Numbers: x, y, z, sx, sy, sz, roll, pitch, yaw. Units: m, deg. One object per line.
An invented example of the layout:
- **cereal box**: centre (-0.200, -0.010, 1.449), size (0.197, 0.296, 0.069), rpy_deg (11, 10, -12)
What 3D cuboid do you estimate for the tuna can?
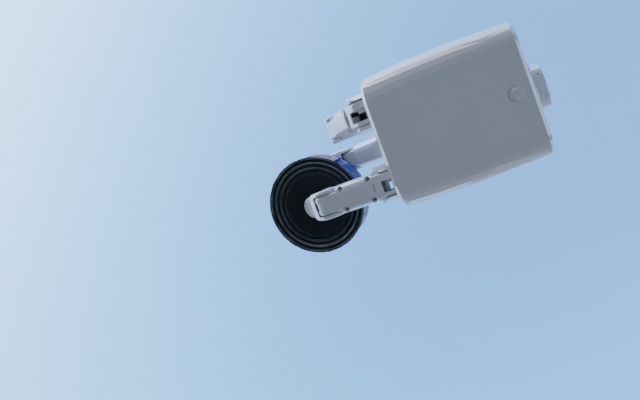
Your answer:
- **tuna can**: centre (0.000, 0.001, 0.432), size (0.086, 0.086, 0.033), rpy_deg (0, 12, 17)
